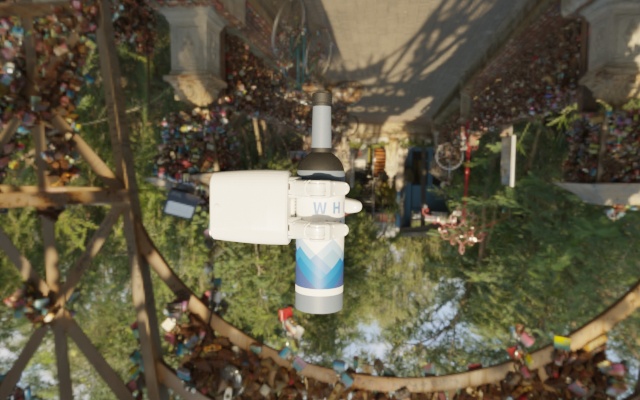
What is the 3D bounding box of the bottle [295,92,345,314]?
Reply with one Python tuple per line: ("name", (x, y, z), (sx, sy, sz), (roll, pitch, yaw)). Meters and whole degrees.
("bottle", (0.000, 0.002, 0.657), (0.069, 0.296, 0.069), (1, 4, 0))
